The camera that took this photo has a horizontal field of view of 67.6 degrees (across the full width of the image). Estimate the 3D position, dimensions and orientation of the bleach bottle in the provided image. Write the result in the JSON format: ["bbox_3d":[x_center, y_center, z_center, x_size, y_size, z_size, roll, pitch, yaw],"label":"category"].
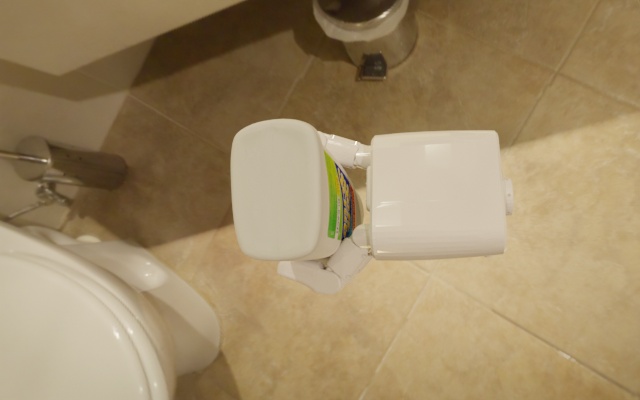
[{"bbox_3d":[0.000,0.002,0.445,0.068,0.102,0.251,-3,-4,15],"label":"bleach bottle"}]
